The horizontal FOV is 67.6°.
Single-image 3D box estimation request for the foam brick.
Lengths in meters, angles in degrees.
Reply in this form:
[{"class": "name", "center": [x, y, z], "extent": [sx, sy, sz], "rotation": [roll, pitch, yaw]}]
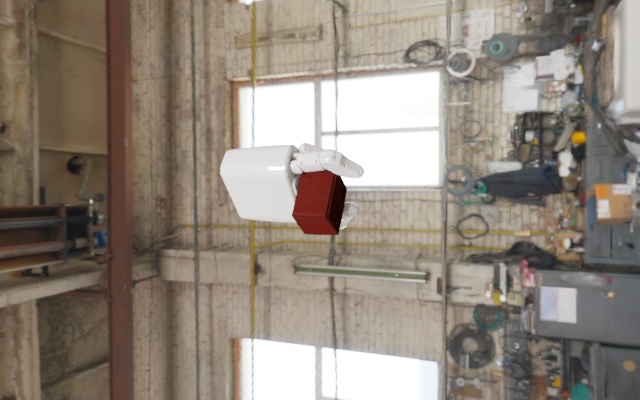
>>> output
[{"class": "foam brick", "center": [0.000, 0.002, 0.648], "extent": [0.051, 0.078, 0.053], "rotation": [-1, -33, 21]}]
